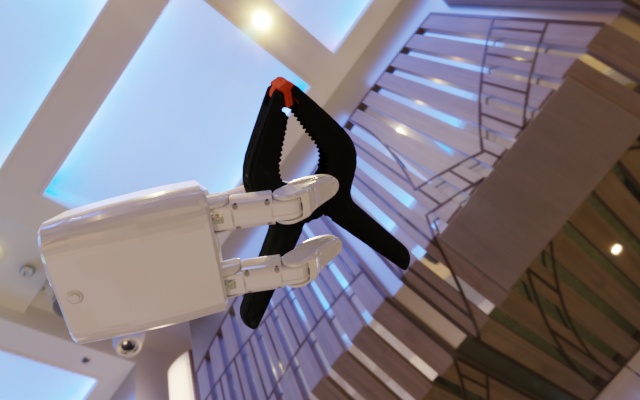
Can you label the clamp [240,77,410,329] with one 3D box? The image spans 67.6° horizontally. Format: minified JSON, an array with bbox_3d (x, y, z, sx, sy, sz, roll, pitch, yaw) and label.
[{"bbox_3d":[0.000,0.001,0.400,0.164,0.210,0.036,-13,26,-16],"label":"clamp"}]
